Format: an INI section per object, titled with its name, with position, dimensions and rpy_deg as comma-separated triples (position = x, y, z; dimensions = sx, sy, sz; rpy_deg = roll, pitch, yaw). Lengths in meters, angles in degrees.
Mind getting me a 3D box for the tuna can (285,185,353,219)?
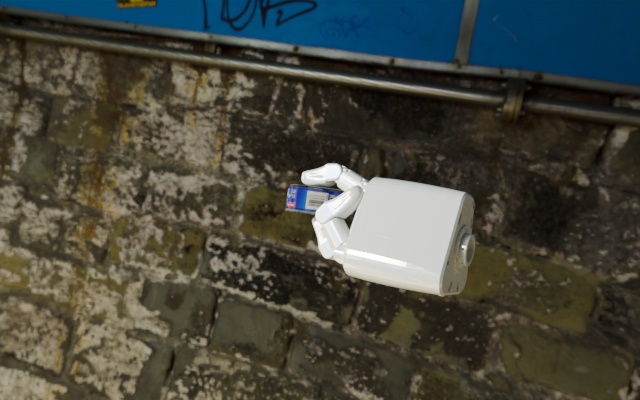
[tuna can]
position = 0.000, 0.001, 0.600
dimensions = 0.086, 0.034, 0.086
rpy_deg = 7, -2, 0
